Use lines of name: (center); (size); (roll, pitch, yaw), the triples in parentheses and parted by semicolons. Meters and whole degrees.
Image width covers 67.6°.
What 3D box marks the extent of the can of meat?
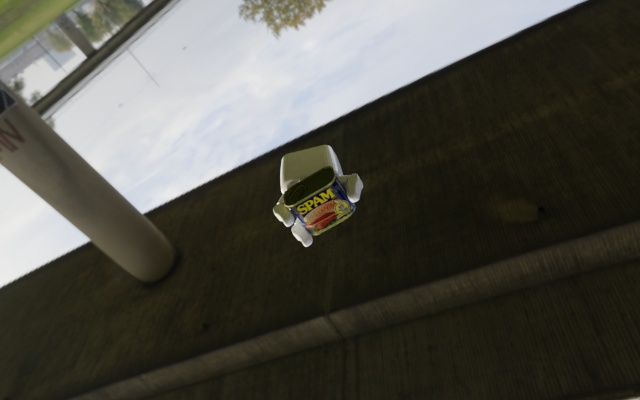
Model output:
can of meat: (0.000, 0.003, 0.838); (0.102, 0.084, 0.057); (-30, 33, 11)
